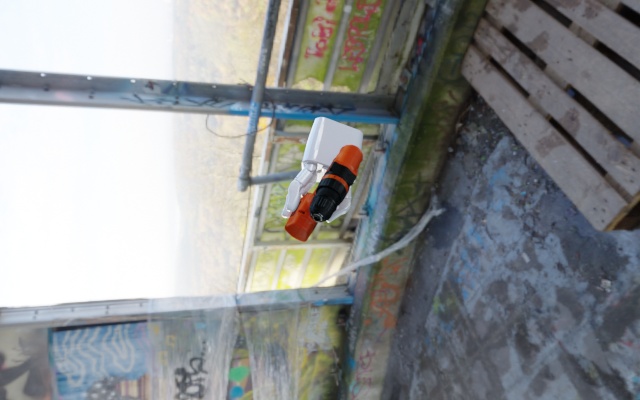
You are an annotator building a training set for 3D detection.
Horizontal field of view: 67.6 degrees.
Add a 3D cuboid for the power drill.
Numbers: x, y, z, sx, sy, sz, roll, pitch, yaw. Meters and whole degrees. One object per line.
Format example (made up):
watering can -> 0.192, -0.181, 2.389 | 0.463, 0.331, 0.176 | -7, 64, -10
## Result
power drill -> 0.000, 0.003, 0.883 | 0.057, 0.184, 0.188 | 36, -41, -5
